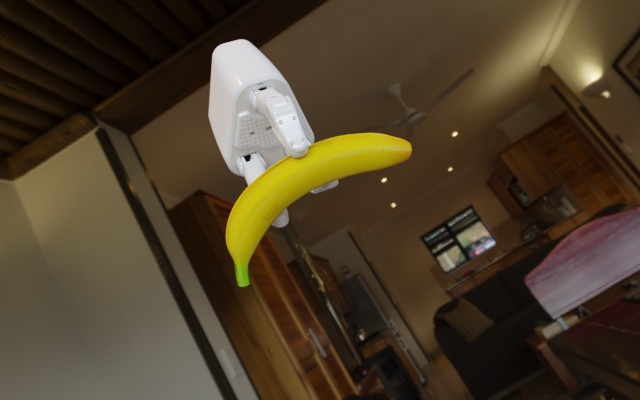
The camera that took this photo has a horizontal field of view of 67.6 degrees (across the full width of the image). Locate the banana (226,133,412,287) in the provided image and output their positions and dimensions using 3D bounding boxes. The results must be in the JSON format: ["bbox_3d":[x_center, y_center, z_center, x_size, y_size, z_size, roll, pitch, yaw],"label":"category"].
[{"bbox_3d":[-0.013,-0.010,0.422,0.198,0.070,0.037,-38,20,0],"label":"banana"}]
